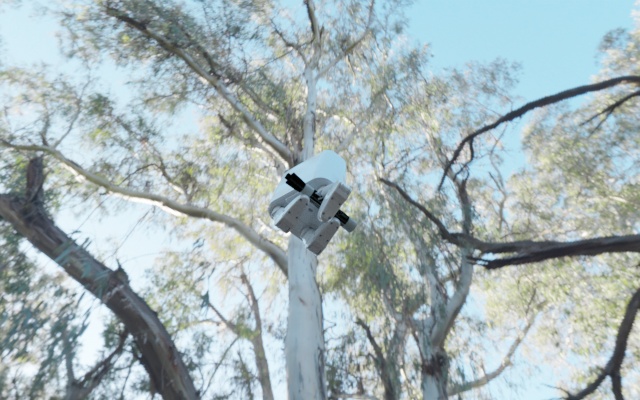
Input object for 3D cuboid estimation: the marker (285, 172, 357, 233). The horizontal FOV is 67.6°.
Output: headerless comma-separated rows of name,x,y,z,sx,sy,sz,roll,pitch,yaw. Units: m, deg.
marker,0.000,0.002,0.657,0.121,0.020,0.020,38,-11,-15
